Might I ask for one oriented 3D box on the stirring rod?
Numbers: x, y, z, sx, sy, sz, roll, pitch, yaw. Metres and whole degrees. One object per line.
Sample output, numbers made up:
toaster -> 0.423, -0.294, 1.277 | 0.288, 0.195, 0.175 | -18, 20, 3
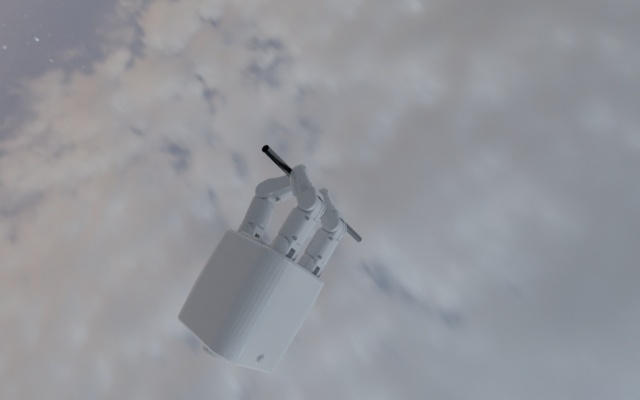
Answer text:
stirring rod -> 0.000, 0.002, 0.542 | 0.011, 0.011, 0.240 | 0, -25, 28
